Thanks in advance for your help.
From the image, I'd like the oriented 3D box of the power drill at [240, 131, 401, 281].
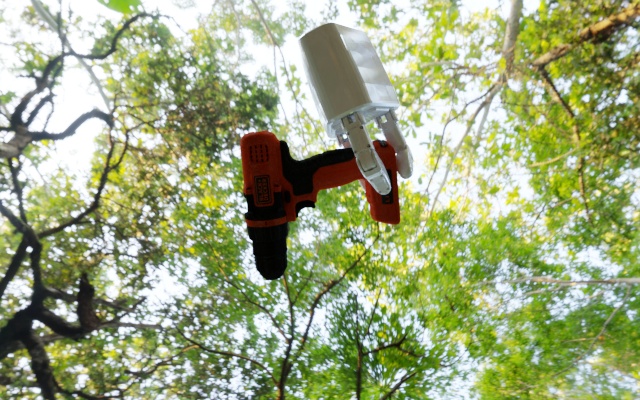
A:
[{"bbox_3d":[0.001,0.002,0.584,0.187,0.184,0.057,-6,13,-5],"label":"power drill"}]
